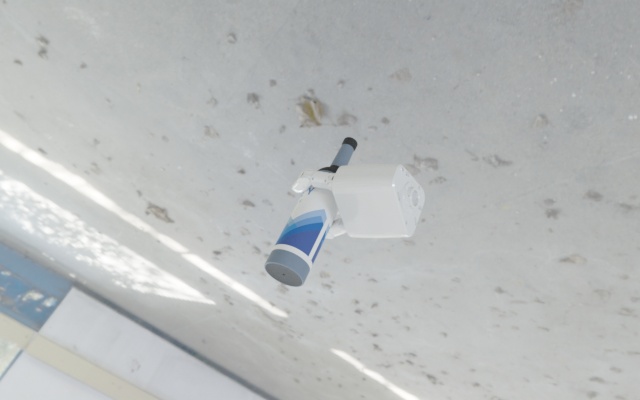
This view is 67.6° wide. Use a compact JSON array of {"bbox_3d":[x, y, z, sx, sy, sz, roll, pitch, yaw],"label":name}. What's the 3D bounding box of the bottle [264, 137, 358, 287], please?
[{"bbox_3d":[0.000,0.003,0.801,0.069,0.295,0.069,18,-34,13],"label":"bottle"}]
